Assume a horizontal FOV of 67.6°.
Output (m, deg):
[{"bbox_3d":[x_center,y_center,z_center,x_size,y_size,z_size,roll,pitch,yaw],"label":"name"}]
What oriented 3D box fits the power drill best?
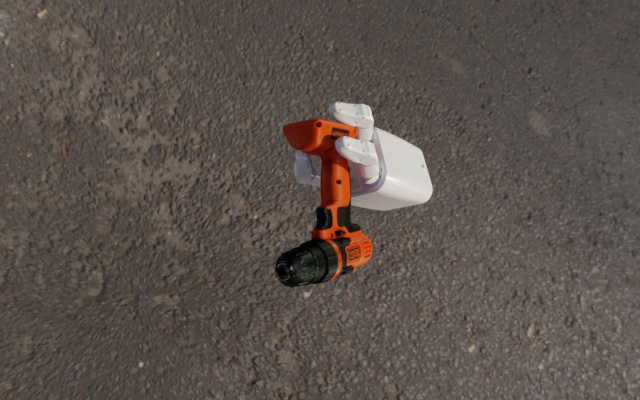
[{"bbox_3d":[0.000,0.001,0.570,0.057,0.187,0.184,-4,1,29],"label":"power drill"}]
